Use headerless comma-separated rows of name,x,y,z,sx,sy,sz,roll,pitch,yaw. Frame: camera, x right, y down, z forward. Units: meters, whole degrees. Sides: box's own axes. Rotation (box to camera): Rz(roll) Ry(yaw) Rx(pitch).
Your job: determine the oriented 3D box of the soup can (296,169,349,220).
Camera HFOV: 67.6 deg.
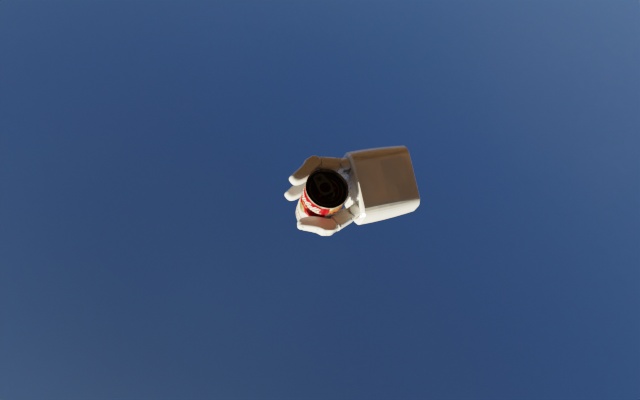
soup can,0.000,0.003,0.769,0.068,0.068,0.102,0,-25,-13
